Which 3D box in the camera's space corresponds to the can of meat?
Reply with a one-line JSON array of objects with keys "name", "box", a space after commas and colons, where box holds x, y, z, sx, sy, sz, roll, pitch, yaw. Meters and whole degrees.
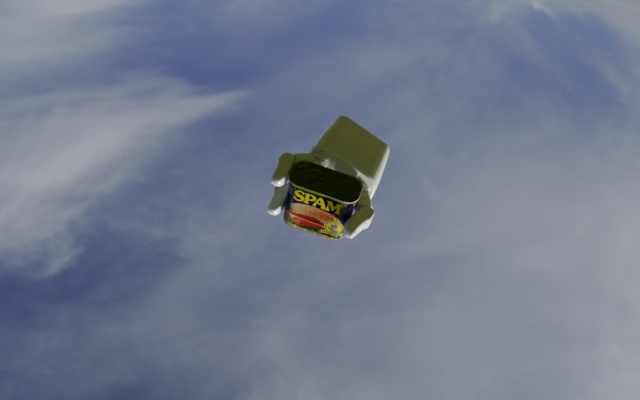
[{"name": "can of meat", "box": [0.000, 0.003, 0.681, 0.102, 0.084, 0.057, 19, 43, 5]}]
